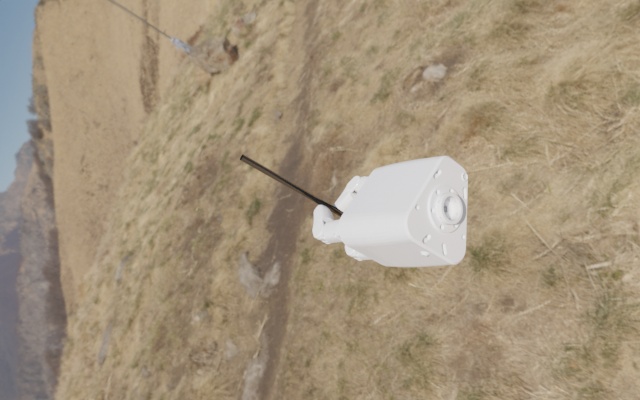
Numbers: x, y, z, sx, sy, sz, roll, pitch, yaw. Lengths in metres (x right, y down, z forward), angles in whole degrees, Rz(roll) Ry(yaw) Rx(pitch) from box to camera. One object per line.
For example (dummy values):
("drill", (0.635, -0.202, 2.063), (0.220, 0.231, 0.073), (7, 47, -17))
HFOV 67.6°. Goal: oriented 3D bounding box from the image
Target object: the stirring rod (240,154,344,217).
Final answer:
("stirring rod", (0.000, 0.002, 0.616), (0.239, 0.011, 0.011), (30, -15, -28))
